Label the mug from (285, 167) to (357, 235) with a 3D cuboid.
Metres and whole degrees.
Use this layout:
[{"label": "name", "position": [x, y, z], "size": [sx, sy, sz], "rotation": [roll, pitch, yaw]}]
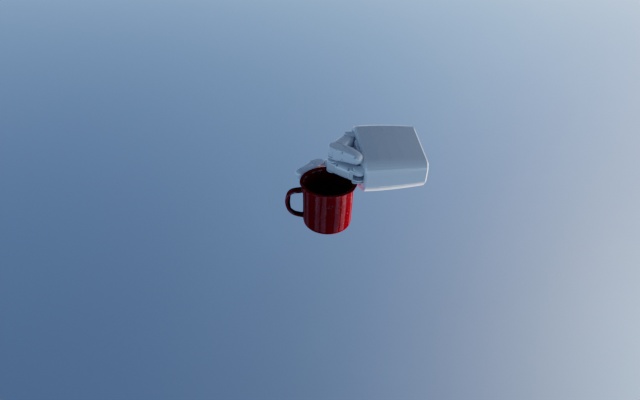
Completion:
[{"label": "mug", "position": [-0.001, 0.003, 0.789], "size": [0.117, 0.082, 0.093], "rotation": [-3, 35, -7]}]
